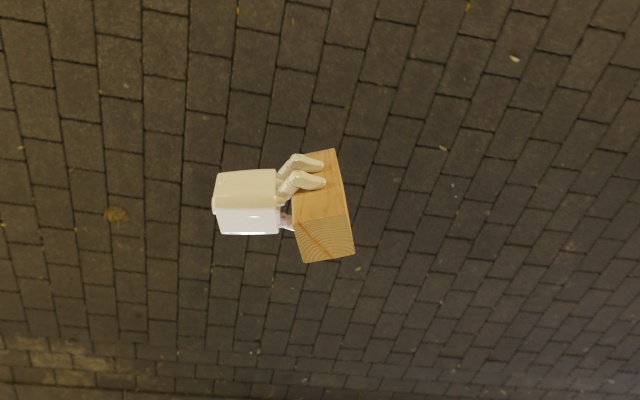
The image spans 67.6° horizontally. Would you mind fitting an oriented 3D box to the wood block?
[{"bbox_3d":[0.000,0.003,0.854,0.090,0.091,0.206,-11,36,4],"label":"wood block"}]
